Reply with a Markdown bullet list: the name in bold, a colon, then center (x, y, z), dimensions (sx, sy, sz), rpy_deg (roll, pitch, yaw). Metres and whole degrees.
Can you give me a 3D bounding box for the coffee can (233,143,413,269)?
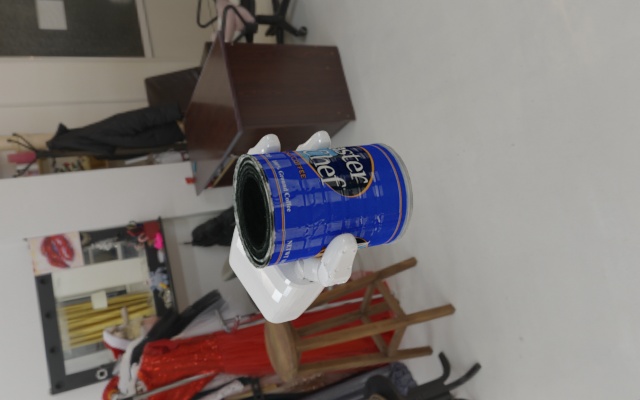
- **coffee can**: center (0.000, 0.001, 0.451), dimensions (0.140, 0.103, 0.103), rpy_deg (-8, 3, -26)
